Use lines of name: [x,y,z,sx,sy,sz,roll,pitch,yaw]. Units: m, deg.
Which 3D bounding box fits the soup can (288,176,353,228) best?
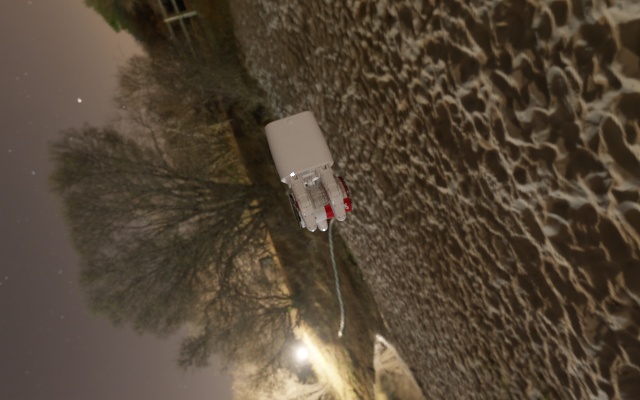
soup can: [0.000,0.003,0.870,0.102,0.068,0.068,-19,3,-8]
